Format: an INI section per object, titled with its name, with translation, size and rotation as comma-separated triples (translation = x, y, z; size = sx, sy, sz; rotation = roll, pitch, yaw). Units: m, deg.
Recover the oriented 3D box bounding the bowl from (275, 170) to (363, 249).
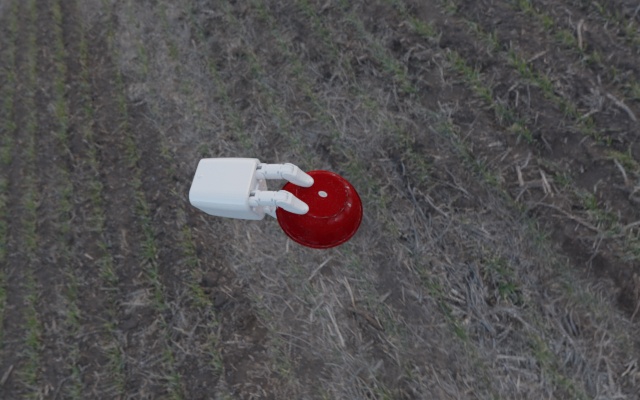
[bowl]
translation = 0.001, 0.003, 0.854
size = 0.162, 0.162, 0.055
rotation = 0, -29, -5
